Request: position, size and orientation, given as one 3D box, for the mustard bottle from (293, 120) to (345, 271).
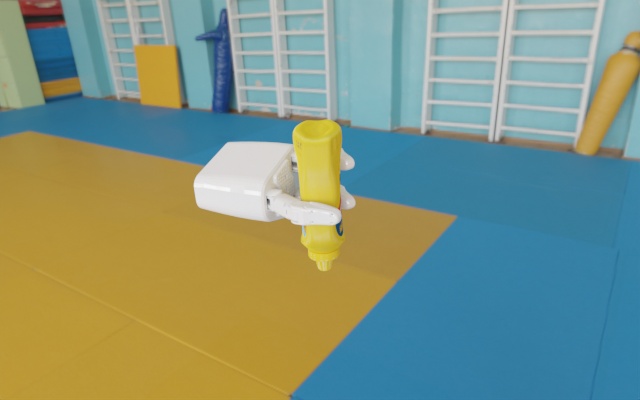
[{"bbox_3d":[0.000,0.002,0.598,0.058,0.192,0.096,-3,23,0],"label":"mustard bottle"}]
